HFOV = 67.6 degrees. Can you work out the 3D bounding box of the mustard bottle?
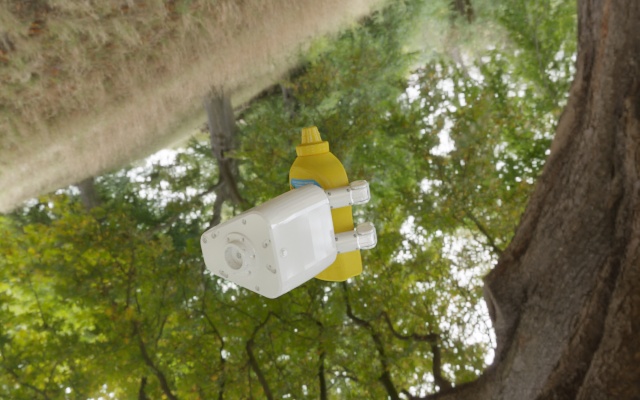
[{"bbox_3d":[0.000,0.002,0.611,0.058,0.192,0.096,-16,13,-31],"label":"mustard bottle"}]
